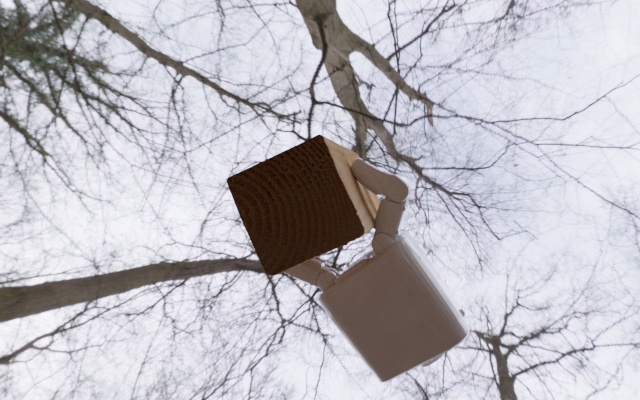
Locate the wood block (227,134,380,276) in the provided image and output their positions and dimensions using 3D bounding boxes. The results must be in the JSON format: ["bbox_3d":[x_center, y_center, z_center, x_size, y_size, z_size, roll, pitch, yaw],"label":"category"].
[{"bbox_3d":[0.000,0.002,0.478,0.091,0.090,0.206,-25,-4,11],"label":"wood block"}]
